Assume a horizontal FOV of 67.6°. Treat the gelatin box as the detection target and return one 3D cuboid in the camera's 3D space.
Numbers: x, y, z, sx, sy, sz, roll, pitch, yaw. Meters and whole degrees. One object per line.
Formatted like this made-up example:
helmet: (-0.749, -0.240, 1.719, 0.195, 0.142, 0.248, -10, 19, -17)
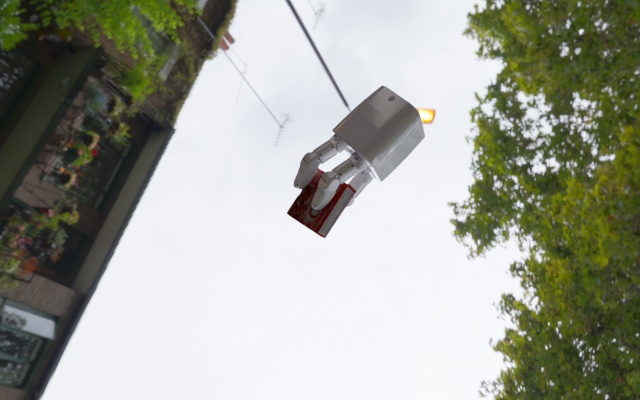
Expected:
gelatin box: (0.000, 0.003, 0.731, 0.073, 0.089, 0.030, 31, -4, 38)
